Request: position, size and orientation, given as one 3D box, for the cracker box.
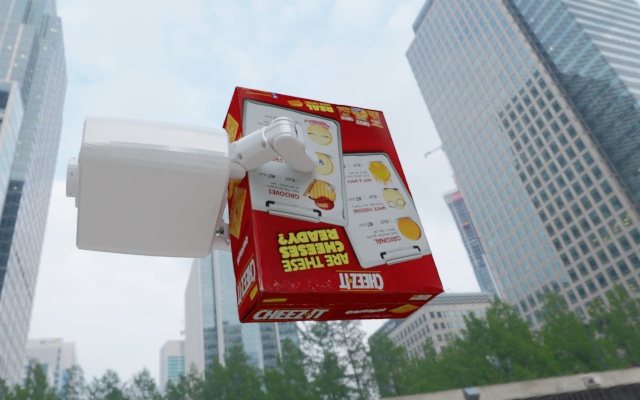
[{"bbox_3d":[0.000,0.001,0.445,0.164,0.213,0.072,5,-36,-24],"label":"cracker box"}]
